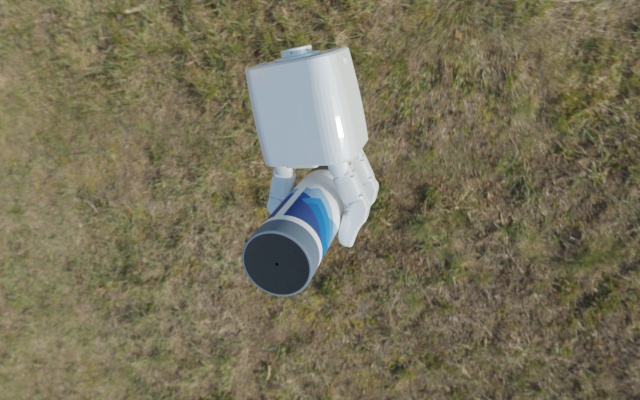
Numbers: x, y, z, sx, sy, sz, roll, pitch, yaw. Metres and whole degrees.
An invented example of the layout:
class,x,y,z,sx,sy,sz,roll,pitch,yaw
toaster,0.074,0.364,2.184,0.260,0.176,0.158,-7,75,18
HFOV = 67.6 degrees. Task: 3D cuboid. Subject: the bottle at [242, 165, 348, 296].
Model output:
class,x,y,z,sx,sy,sz,roll,pitch,yaw
bottle,0.000,0.002,0.552,0.069,0.069,0.295,0,22,17
